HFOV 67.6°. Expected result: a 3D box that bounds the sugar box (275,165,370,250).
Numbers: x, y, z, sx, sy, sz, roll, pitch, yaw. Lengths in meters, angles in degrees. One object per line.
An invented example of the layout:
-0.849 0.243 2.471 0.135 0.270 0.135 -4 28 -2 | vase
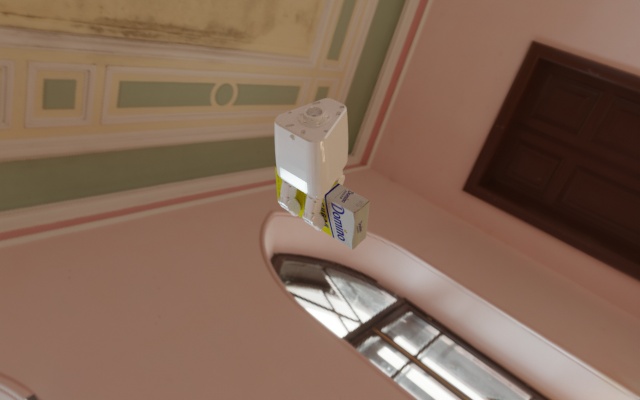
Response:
0.000 0.003 0.822 0.176 0.093 0.048 32 53 29 | sugar box
